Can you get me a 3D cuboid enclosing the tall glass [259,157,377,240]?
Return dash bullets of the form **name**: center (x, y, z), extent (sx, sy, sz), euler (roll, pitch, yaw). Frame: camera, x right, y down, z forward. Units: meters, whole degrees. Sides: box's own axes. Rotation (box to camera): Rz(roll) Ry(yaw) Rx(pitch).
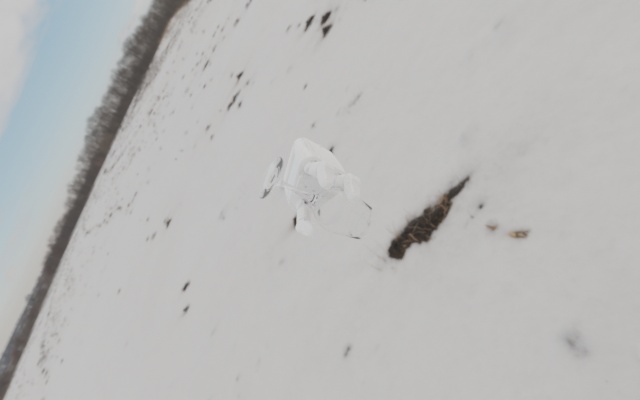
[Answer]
- **tall glass**: center (0.000, 0.003, 0.811), extent (0.201, 0.079, 0.079), euler (26, -12, -24)
